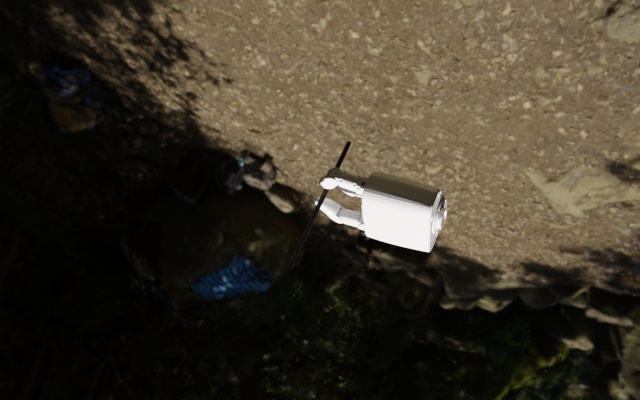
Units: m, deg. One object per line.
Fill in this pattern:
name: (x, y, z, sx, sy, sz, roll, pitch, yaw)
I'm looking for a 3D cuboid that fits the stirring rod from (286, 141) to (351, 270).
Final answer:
stirring rod: (0.000, 0.002, 0.770, 0.011, 0.239, 0.011, 22, -21, 9)
